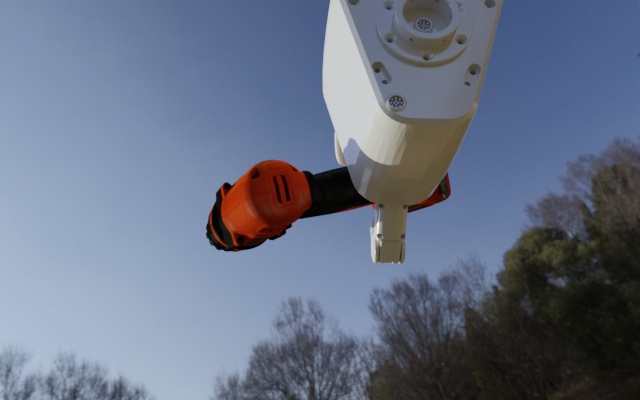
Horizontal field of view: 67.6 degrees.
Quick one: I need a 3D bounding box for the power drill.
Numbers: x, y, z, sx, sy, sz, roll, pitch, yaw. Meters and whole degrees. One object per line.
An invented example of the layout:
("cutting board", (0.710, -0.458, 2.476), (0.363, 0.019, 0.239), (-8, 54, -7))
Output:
("power drill", (0.001, 0.001, 0.412), (0.187, 0.057, 0.184), (-13, -5, -25))
